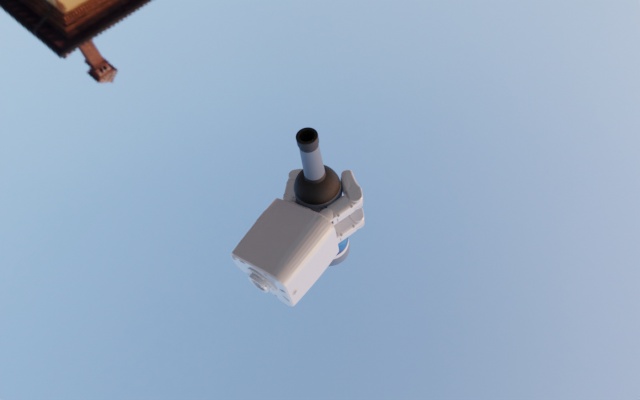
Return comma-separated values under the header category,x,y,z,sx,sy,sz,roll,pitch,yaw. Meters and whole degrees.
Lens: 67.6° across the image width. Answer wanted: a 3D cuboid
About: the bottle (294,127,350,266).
category,x,y,z,sx,sy,sz,roll,pitch,yaw
bottle,0.000,0.002,0.692,0.069,0.069,0.296,0,-33,8
